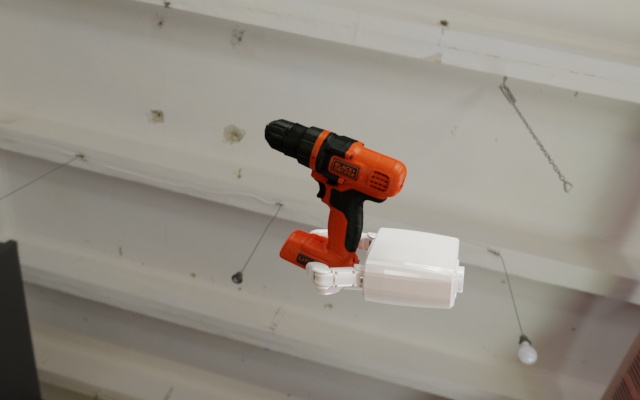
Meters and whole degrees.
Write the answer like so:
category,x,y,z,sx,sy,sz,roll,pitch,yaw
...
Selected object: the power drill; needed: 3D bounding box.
category,x,y,z,sx,sy,sz,roll,pitch,yaw
power drill,0.000,0.002,0.610,0.184,0.188,0.057,23,33,16
